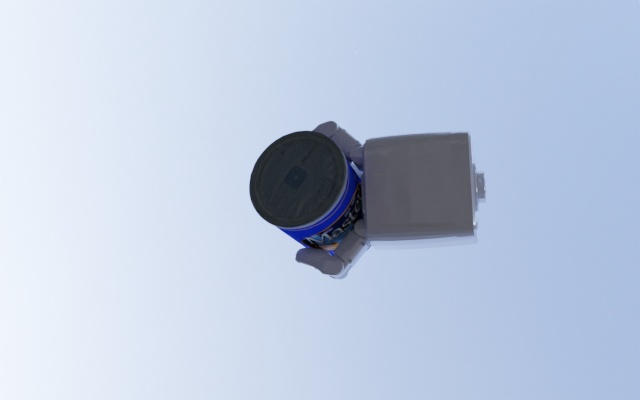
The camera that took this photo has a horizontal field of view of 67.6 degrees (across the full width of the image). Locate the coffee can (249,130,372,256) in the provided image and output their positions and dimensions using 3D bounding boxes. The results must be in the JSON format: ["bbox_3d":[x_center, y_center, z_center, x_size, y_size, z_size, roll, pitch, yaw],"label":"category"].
[{"bbox_3d":[0.000,0.002,0.522,0.103,0.102,0.140,0,-21,22],"label":"coffee can"}]
